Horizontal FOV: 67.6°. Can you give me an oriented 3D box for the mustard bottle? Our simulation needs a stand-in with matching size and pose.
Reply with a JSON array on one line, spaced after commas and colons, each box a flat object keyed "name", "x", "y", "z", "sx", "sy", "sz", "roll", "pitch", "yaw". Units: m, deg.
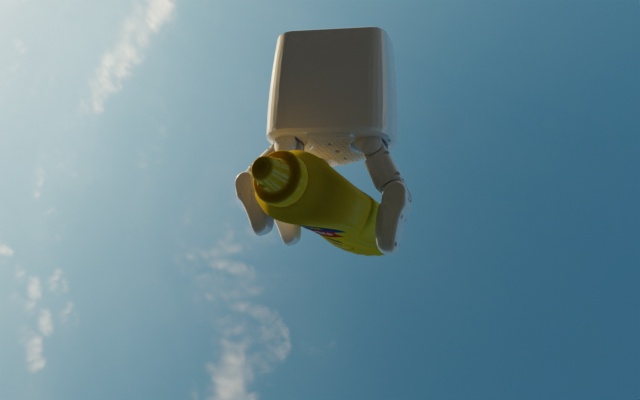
[{"name": "mustard bottle", "x": 0.000, "y": 0.002, "z": 0.410, "sx": 0.096, "sy": 0.058, "sz": 0.192, "roll": 21, "pitch": -6, "yaw": 29}]
